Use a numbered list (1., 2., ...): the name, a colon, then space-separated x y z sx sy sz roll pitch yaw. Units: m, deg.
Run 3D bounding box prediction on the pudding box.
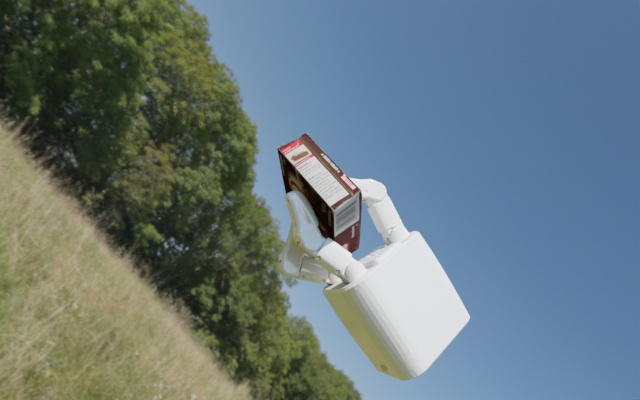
1. pudding box: 0.000 0.002 0.480 0.039 0.090 0.114 -32 -29 -19
